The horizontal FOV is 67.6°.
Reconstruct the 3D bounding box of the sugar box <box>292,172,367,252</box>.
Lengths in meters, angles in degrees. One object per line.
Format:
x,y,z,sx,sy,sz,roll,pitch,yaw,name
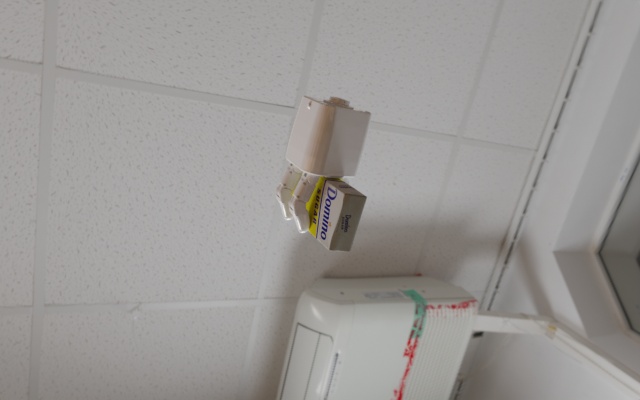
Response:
0.000,0.002,0.766,0.048,0.093,0.176,7,17,-29,sugar box
